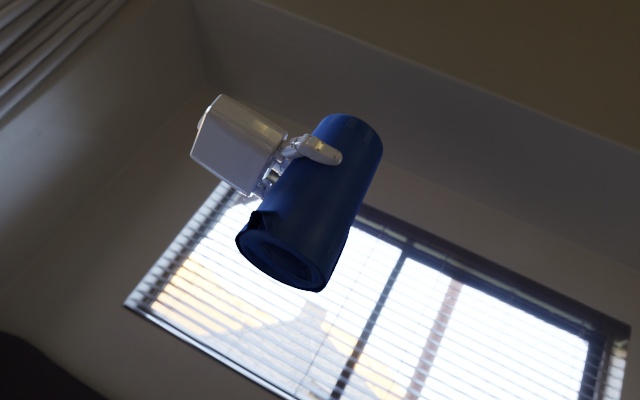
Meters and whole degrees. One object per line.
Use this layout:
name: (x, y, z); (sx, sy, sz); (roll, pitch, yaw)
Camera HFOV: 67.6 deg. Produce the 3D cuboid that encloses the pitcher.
pitcher: (0.000, 0.002, 0.675); (0.145, 0.242, 0.149); (32, -30, -2)
